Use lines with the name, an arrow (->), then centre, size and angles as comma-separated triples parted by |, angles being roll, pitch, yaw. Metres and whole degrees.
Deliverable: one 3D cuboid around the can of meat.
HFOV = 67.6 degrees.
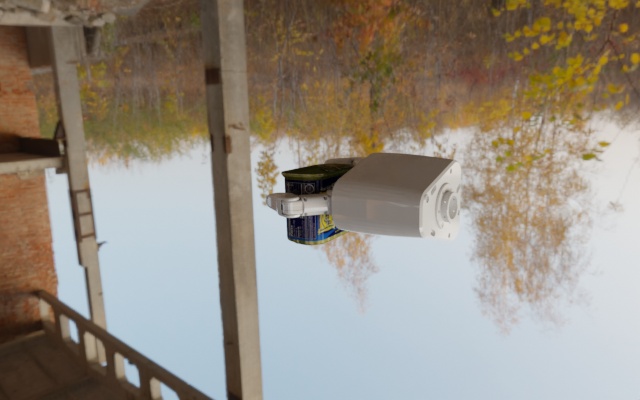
can of meat -> 0.000, 0.002, 0.585 | 0.057, 0.084, 0.102 | 6, 13, 33
